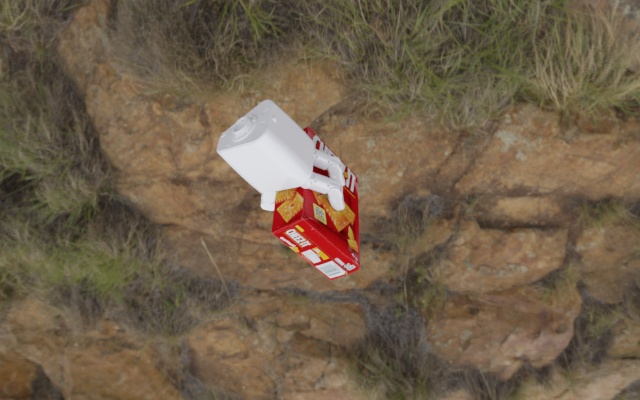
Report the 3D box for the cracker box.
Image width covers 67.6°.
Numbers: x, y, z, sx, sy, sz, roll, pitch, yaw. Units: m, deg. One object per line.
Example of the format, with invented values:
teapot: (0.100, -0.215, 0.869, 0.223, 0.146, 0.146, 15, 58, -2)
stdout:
cracker box: (0.000, 0.003, 0.820, 0.072, 0.213, 0.164, -24, -48, 27)
